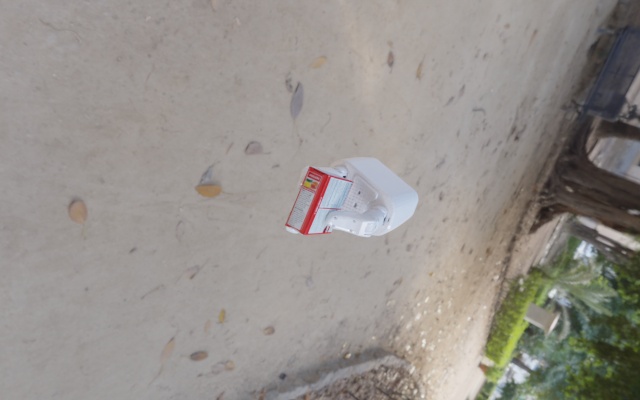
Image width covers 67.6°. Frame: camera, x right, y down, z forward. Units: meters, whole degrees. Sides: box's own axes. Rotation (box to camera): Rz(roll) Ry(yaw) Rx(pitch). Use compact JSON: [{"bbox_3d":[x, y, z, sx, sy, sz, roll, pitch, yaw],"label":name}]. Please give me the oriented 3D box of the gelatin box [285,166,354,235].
[{"bbox_3d":[0.000,0.002,0.565,0.030,0.073,0.089,26,7,20],"label":"gelatin box"}]
